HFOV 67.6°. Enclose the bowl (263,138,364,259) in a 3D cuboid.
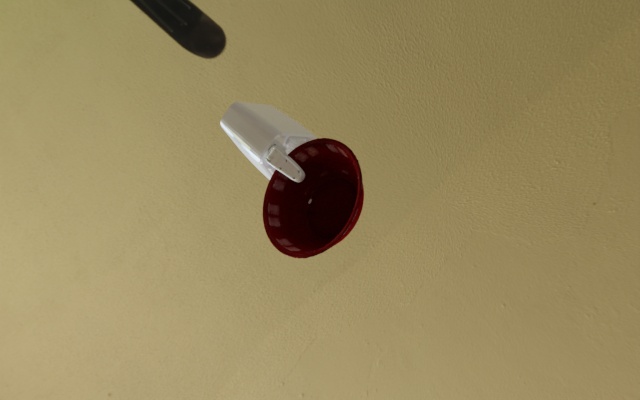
[{"bbox_3d":[0.001,0.003,0.632,0.162,0.162,0.055,0,-17,39],"label":"bowl"}]
